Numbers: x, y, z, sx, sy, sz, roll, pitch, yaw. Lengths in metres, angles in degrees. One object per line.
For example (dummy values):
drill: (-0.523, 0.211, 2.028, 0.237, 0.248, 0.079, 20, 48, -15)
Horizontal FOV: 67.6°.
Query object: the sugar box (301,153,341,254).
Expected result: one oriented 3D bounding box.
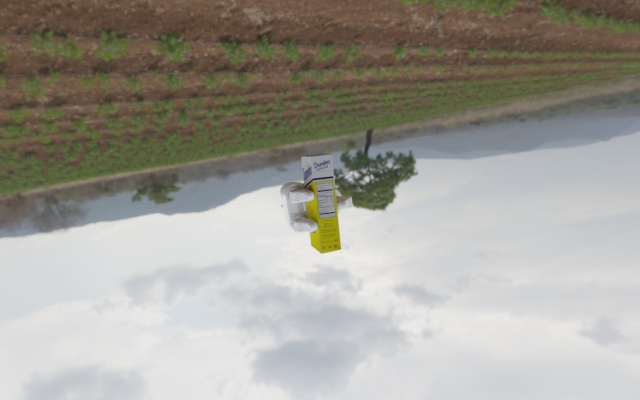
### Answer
sugar box: (0.000, 0.003, 0.881, 0.048, 0.176, 0.093, -10, 6, -13)
